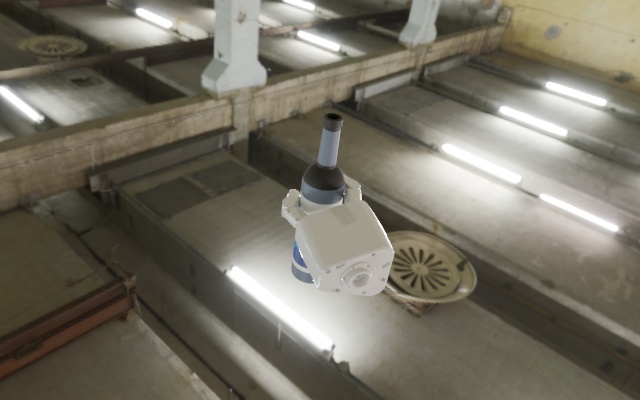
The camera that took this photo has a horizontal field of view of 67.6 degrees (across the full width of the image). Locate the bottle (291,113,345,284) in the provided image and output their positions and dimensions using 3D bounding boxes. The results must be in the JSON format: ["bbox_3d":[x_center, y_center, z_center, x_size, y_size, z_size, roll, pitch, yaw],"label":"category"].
[{"bbox_3d":[0.000,0.003,0.753,0.069,0.296,0.069,6,34,-4],"label":"bottle"}]
